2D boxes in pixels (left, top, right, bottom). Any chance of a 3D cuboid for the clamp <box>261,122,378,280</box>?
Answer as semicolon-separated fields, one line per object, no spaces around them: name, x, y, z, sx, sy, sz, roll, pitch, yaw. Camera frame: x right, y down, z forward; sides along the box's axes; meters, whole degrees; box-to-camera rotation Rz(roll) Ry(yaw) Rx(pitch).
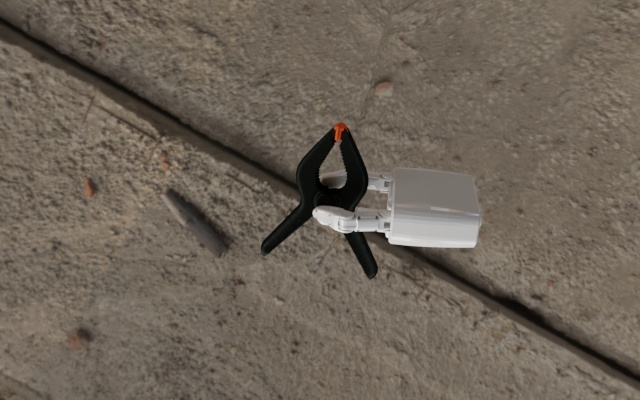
clamp;0.000;0.002;0.631;0.164;0.210;0.036;4;20;7
